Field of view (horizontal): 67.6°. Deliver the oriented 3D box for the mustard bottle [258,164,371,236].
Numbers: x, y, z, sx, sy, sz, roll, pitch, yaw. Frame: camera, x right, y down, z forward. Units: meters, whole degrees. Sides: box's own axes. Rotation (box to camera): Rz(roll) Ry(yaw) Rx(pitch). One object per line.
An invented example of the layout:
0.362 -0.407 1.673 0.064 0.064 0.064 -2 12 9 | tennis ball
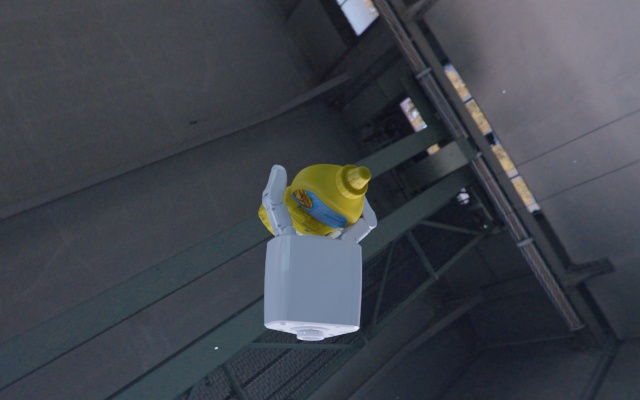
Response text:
0.000 0.002 0.624 0.096 0.058 0.192 38 -37 -15 | mustard bottle
